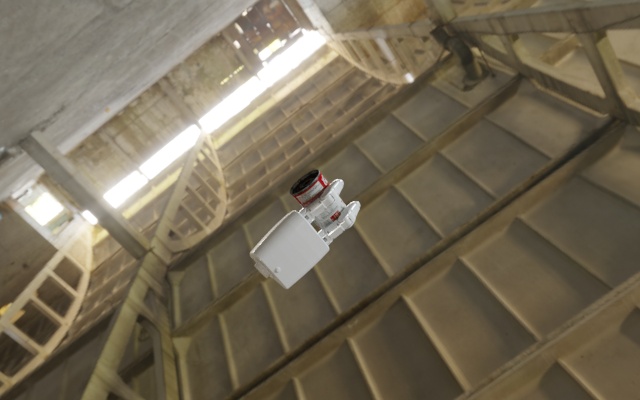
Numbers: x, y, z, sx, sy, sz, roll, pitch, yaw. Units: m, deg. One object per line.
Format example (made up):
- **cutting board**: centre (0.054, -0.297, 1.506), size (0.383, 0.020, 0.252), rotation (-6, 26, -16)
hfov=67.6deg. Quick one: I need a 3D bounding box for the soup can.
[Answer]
- **soup can**: centre (0.001, 0.003, 0.886), size (0.068, 0.102, 0.068), rotation (-33, 21, 14)
